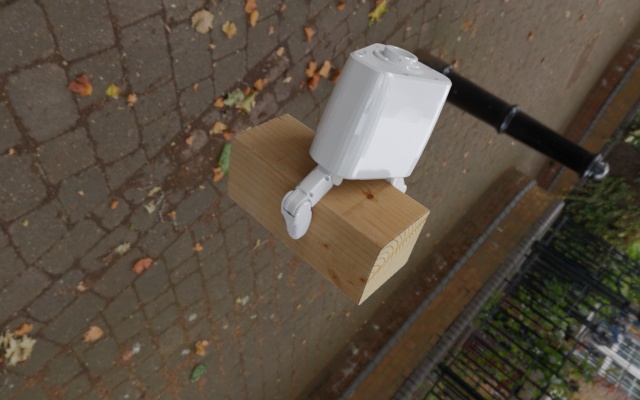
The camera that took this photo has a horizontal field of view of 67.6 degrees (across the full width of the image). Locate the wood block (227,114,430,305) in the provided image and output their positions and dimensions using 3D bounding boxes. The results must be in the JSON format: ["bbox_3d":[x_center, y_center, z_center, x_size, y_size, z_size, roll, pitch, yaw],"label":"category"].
[{"bbox_3d":[0.000,0.002,0.526,0.206,0.090,0.090,37,46,24],"label":"wood block"}]
